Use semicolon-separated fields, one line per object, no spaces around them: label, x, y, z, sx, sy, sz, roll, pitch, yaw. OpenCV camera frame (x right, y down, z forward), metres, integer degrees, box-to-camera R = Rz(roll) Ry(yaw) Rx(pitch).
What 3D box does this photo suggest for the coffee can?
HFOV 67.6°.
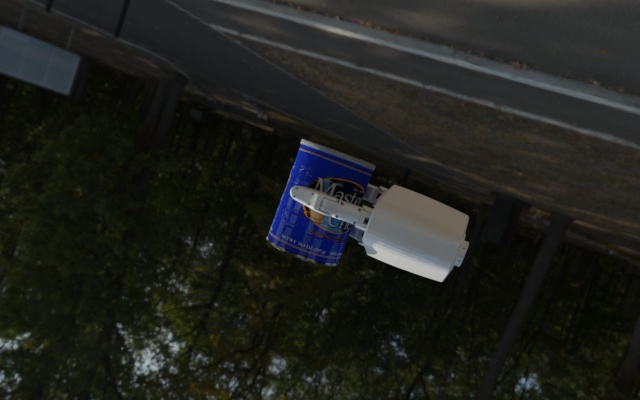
coffee can;0.000;0.002;0.629;0.103;0.140;0.103;20;5;-2
